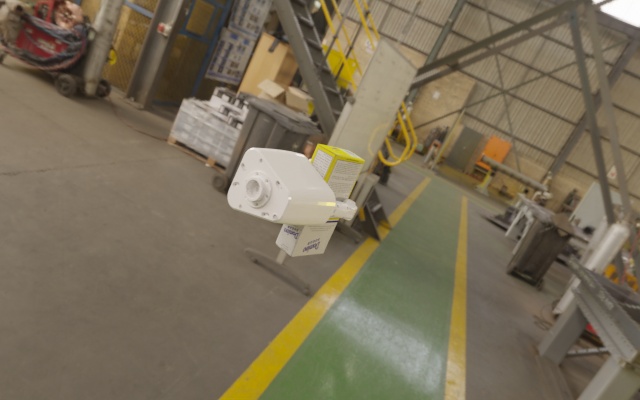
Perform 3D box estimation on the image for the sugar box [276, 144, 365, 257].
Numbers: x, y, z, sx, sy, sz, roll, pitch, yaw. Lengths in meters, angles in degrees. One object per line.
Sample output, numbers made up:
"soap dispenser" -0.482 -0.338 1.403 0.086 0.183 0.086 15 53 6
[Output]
"sugar box" 0.000 0.002 0.760 0.048 0.176 0.093 36 17 31
